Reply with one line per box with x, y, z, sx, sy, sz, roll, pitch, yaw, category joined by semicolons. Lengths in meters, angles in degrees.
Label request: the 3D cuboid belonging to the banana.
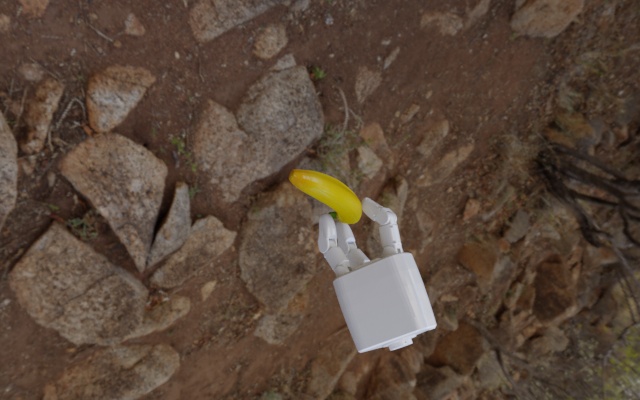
0.019;0.001;0.678;0.069;0.037;0.198;-6;-21;16;banana
